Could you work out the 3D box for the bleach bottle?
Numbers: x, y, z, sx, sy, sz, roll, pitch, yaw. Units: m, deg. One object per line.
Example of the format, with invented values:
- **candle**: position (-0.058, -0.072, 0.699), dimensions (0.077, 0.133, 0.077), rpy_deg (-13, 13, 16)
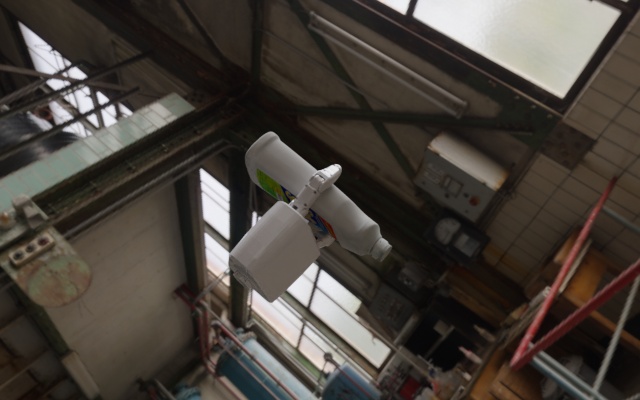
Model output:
- **bleach bottle**: position (0.000, 0.002, 0.723), dimensions (0.250, 0.068, 0.103), rpy_deg (37, -21, 19)
